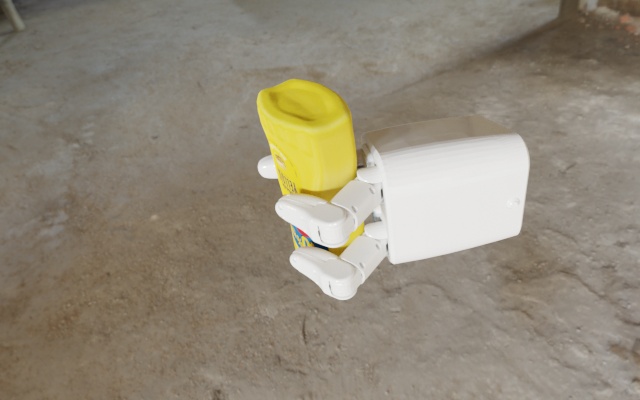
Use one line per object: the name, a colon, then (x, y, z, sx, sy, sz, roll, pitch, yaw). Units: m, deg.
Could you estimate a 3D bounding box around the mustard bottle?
mustard bottle: (0.000, 0.001, 0.404, 0.058, 0.192, 0.096, -27, 40, -19)
